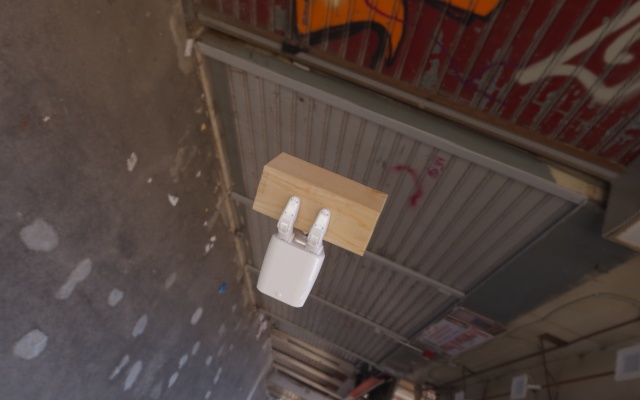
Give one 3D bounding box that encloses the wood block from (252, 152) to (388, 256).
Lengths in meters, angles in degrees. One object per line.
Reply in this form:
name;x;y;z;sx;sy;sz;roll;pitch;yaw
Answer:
wood block;0.000;0.003;0.833;0.206;0.090;0.090;23;25;7
